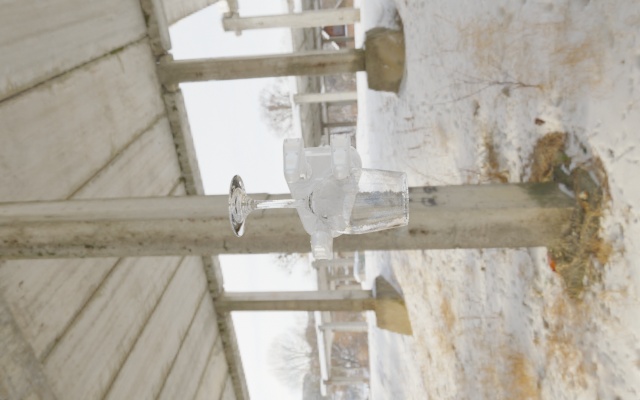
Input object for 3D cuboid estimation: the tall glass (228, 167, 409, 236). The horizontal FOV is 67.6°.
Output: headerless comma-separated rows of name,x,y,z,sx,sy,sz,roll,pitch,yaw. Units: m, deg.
tall glass,-0.001,0.002,0.560,0.201,0.079,0.079,-2,0,6
